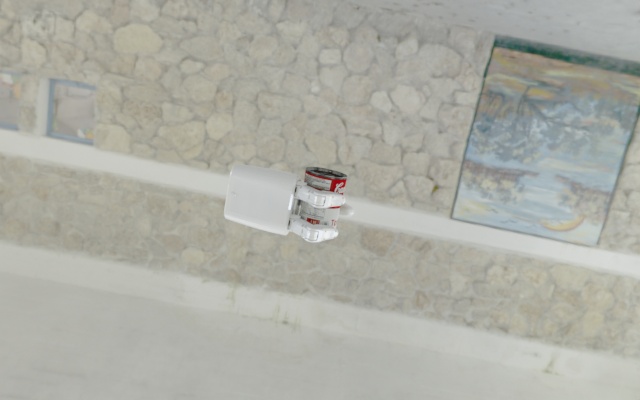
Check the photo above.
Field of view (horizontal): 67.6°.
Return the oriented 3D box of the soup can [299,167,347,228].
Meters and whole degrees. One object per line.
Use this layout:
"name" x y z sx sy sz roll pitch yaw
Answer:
"soup can" 0.001 0.003 0.775 0.068 0.102 0.068 11 12 -2
